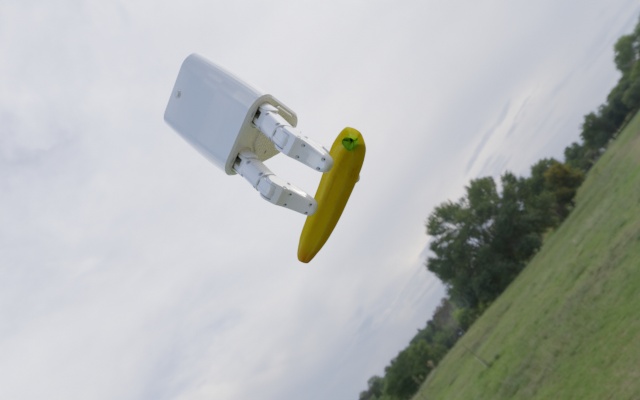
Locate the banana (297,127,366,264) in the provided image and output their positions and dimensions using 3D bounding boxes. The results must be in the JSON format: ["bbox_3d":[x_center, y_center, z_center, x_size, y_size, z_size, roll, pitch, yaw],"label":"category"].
[{"bbox_3d":[0.011,-0.010,0.514,0.037,0.198,0.069,33,47,14],"label":"banana"}]
